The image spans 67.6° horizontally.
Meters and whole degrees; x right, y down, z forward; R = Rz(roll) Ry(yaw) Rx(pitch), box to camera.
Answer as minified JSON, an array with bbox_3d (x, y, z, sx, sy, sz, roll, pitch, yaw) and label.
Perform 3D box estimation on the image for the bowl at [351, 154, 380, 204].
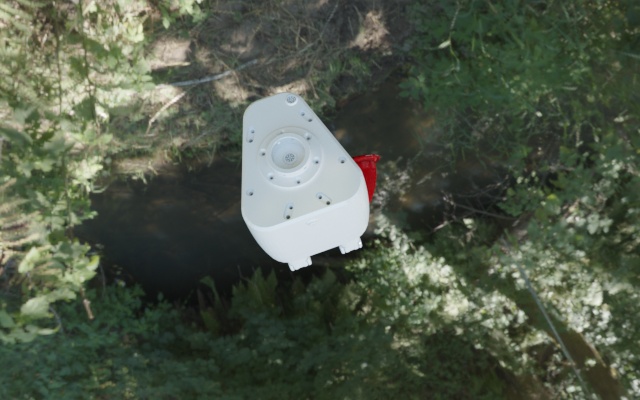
[{"bbox_3d":[0.001,0.002,0.547,0.162,0.055,0.162,-19,-5,-2],"label":"bowl"}]
